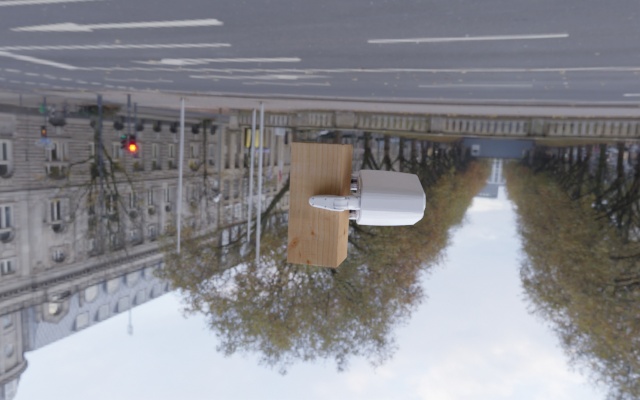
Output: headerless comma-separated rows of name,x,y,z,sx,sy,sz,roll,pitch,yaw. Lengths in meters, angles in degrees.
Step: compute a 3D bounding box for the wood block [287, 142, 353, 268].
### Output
wood block,0.000,0.003,0.834,0.090,0.206,0.091,4,7,15
